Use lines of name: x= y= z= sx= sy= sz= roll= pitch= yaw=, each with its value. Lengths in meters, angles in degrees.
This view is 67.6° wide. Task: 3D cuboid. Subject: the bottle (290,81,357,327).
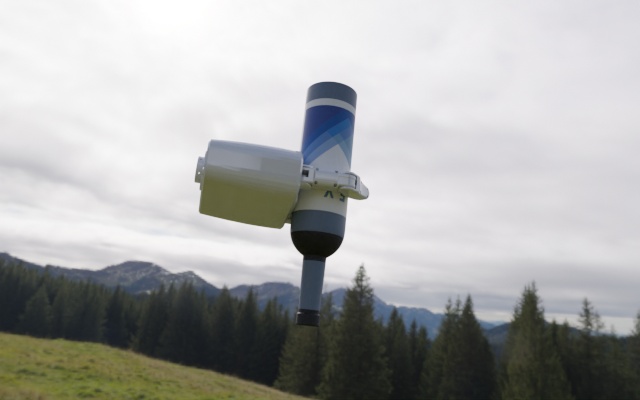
bottle: x=0.000 y=0.002 z=0.584 sx=0.069 sy=0.295 sz=0.069 roll=6 pitch=-15 yaw=2
